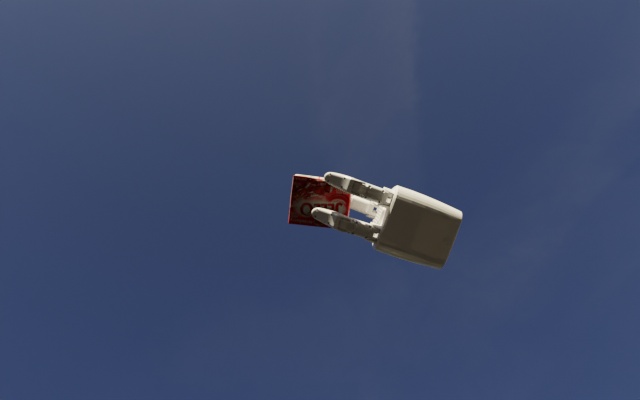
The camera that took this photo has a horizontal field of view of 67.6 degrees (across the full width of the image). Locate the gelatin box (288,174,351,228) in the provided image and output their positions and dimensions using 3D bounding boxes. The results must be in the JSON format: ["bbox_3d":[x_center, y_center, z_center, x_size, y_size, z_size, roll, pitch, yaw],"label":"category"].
[{"bbox_3d":[0.000,0.002,0.712,0.089,0.073,0.030,7,6,3],"label":"gelatin box"}]
